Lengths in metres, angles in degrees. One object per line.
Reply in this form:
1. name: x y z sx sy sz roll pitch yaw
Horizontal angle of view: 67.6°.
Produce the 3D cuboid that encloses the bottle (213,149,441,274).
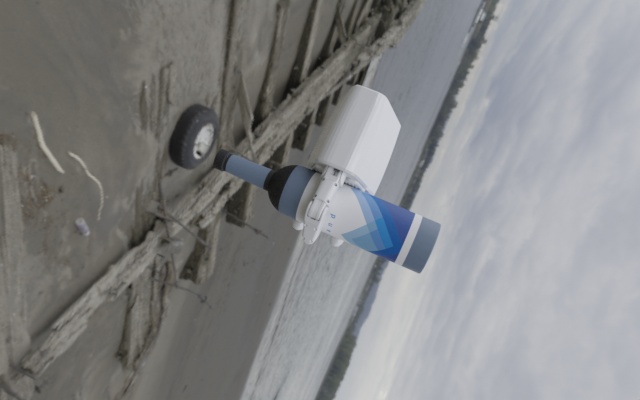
1. bottle: 0.000 0.002 0.604 0.295 0.069 0.069 23 4 9
